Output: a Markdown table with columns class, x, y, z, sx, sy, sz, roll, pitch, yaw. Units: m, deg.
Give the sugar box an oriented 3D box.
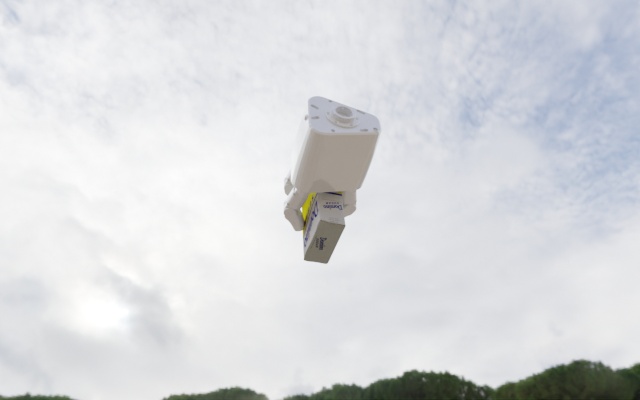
| class | x | y | z | sx | sy | sz | roll | pitch | yaw |
| --- | --- | --- | --- | --- | --- | --- | --- | --- | --- |
| sugar box | 0.000 | 0.002 | 0.757 | 0.048 | 0.093 | 0.176 | 11 | 42 | -12 |
